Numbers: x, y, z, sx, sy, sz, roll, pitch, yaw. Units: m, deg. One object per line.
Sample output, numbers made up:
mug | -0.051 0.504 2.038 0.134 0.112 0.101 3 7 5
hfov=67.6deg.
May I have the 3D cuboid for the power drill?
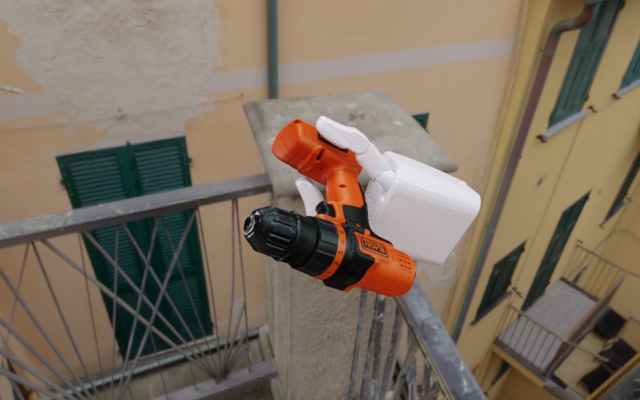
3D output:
power drill | 0.000 0.001 0.476 0.184 0.187 0.057 25 -55 -33
